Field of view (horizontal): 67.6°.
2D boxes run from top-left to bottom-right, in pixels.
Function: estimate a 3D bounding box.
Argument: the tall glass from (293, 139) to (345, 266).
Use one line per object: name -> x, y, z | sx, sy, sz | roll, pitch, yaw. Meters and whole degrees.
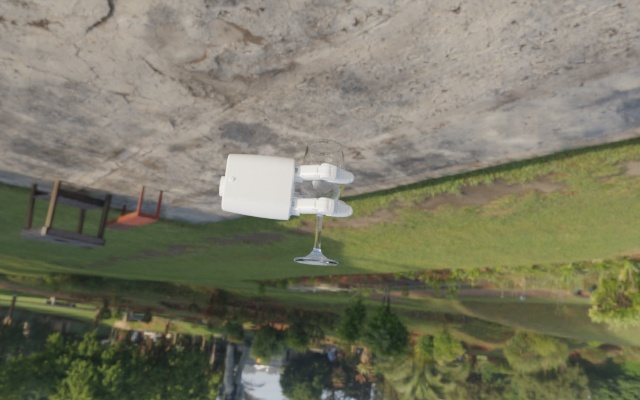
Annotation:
tall glass -> 0.000, 0.003, 0.790 | 0.079, 0.201, 0.079 | 5, -14, 1
